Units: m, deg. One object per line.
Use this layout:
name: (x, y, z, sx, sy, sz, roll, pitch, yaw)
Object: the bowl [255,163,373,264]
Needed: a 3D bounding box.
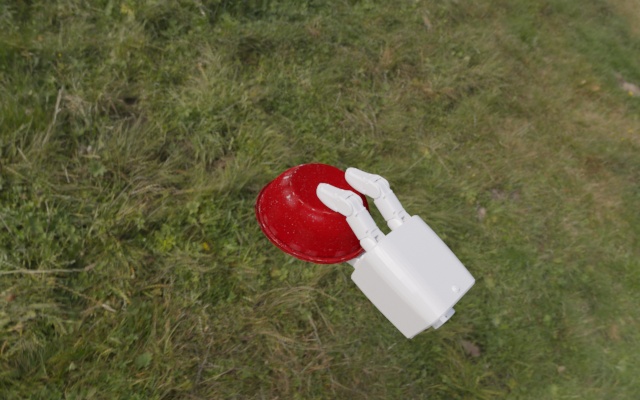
bowl: (-0.001, 0.001, 0.616, 0.162, 0.162, 0.055, 0, -44, -20)
